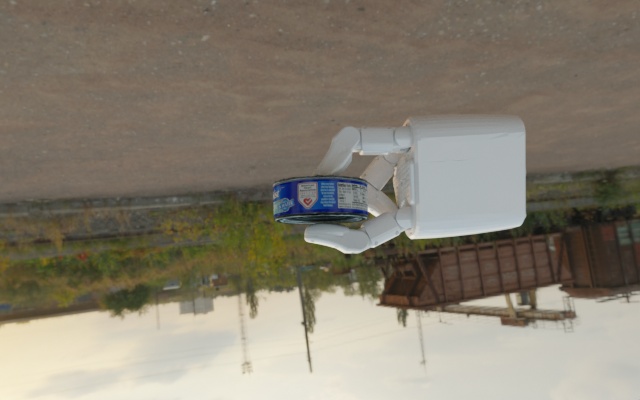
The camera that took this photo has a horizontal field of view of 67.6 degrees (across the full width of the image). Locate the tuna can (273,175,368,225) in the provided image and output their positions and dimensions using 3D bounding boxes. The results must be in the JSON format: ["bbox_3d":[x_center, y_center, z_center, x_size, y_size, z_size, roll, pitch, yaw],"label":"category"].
[{"bbox_3d":[0.000,0.002,0.428,0.086,0.033,0.086,-1,-8,0],"label":"tuna can"}]
